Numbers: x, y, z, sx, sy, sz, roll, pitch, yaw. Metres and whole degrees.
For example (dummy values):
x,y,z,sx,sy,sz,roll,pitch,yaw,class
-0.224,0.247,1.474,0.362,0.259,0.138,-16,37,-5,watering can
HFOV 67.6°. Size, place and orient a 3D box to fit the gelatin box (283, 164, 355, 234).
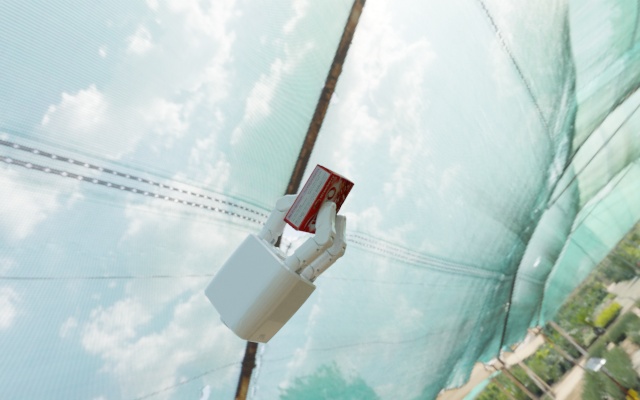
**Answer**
x,y,z,sx,sy,sz,roll,pitch,yaw,class
0.000,0.002,0.637,0.030,0.089,0.073,34,7,29,gelatin box
